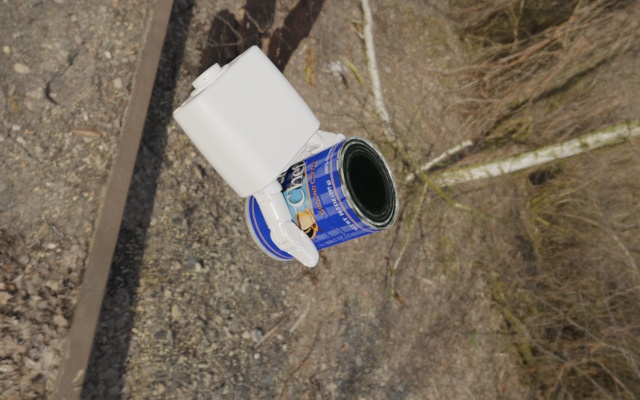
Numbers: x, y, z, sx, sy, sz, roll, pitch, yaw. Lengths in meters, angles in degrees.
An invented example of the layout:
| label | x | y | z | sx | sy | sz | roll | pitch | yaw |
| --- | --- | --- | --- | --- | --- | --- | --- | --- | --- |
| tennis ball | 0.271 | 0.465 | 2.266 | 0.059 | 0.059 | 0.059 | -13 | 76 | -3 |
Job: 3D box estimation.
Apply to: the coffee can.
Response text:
| label | x | y | z | sx | sy | sz | roll | pitch | yaw |
| --- | --- | --- | --- | --- | --- | --- | --- | --- | --- |
| coffee can | 0.000 | 0.002 | 0.531 | 0.140 | 0.102 | 0.103 | -22 | -13 | 37 |
